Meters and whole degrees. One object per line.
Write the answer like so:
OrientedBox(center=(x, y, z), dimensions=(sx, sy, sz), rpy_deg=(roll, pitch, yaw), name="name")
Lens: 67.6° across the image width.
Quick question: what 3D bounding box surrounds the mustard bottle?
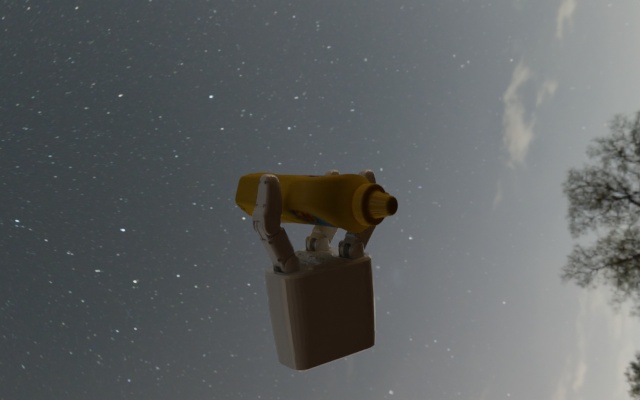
OrientedBox(center=(0.000, 0.001, 0.507), dimensions=(0.096, 0.058, 0.191), rpy_deg=(20, -11, -43), name="mustard bottle")
